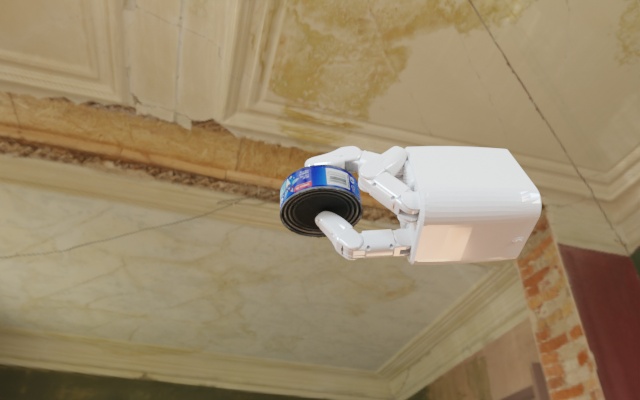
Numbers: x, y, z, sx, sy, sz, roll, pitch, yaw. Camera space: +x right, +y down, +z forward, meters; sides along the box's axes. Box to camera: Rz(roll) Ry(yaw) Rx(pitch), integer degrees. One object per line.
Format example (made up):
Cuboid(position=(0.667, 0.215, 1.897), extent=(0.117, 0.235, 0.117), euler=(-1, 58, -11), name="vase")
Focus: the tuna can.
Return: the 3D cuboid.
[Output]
Cuboid(position=(0.000, 0.001, 0.501), extent=(0.086, 0.033, 0.086), euler=(-3, -38, -2), name="tuna can")
